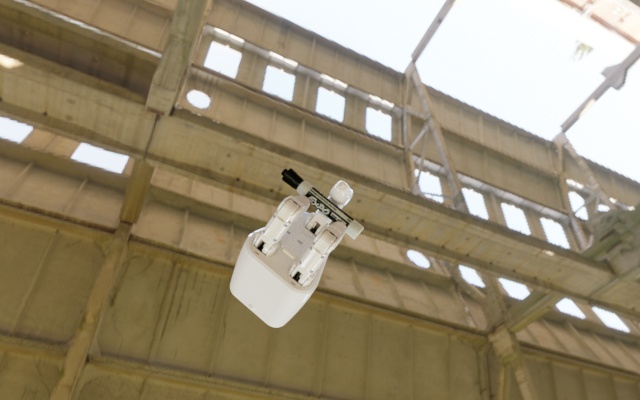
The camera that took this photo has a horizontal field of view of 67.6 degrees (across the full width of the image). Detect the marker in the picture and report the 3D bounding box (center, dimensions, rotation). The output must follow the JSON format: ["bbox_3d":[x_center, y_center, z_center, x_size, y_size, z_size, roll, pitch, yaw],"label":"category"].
[{"bbox_3d":[0.000,0.002,0.580,0.121,0.020,0.020,39,7,9],"label":"marker"}]
